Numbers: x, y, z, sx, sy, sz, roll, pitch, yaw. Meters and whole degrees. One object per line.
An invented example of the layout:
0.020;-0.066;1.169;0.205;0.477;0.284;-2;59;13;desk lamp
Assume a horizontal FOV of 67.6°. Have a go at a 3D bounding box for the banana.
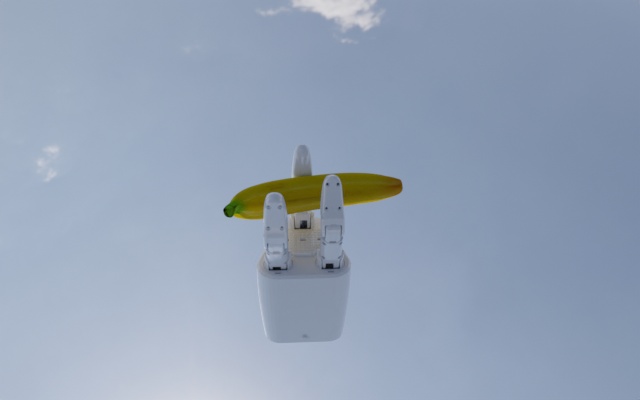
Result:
-0.011;-0.003;0.502;0.198;0.037;0.069;-10;22;-24;banana
